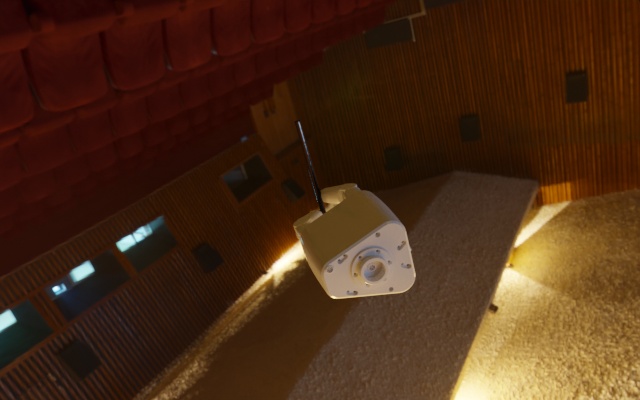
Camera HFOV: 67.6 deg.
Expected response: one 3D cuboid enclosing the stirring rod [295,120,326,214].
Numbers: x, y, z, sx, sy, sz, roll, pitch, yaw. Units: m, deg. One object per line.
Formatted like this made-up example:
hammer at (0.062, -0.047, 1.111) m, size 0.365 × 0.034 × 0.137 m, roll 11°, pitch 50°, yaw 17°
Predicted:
stirring rod at (0.000, 0.002, 0.679) m, size 0.011 × 0.240 × 0.011 m, roll -14°, pitch 21°, yaw 6°
